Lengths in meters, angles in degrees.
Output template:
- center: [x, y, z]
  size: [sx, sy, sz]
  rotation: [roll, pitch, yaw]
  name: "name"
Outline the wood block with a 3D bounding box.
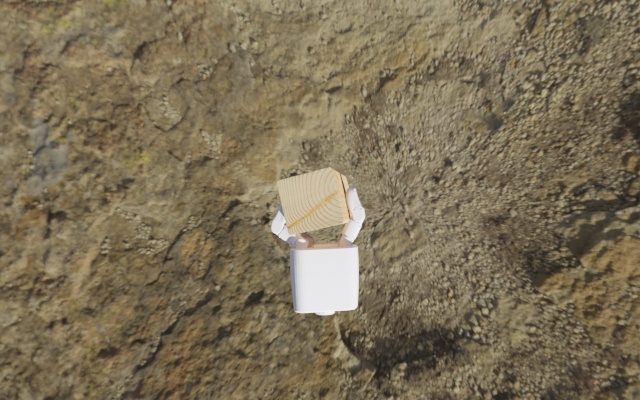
- center: [0.000, 0.003, 0.828]
  size: [0.091, 0.090, 0.206]
  rotation: [-13, -3, 8]
  name: "wood block"
